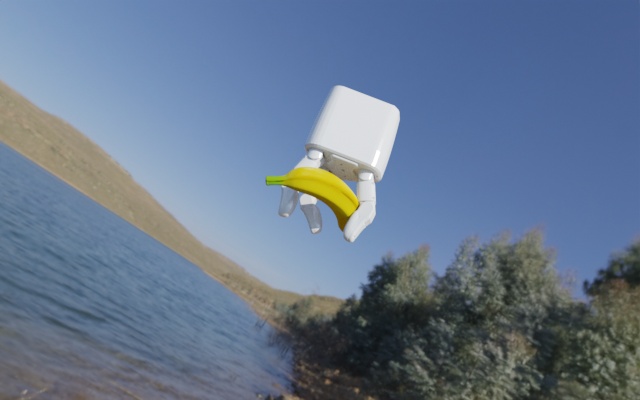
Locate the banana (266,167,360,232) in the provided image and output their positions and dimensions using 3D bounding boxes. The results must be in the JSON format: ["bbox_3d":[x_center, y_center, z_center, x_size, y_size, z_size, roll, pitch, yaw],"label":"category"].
[{"bbox_3d":[0.014,-0.001,0.641,0.069,0.037,0.198,-6,-27,34],"label":"banana"}]
